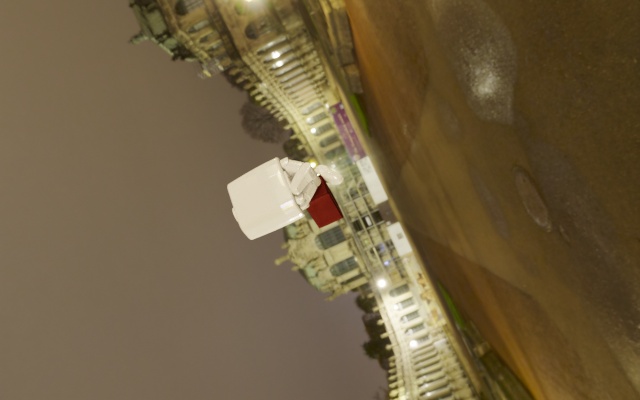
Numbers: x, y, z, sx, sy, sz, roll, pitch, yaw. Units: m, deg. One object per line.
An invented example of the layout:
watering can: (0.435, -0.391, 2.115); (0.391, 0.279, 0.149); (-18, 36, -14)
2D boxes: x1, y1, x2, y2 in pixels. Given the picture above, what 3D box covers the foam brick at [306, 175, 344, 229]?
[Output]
foam brick: (0.000, 0.003, 0.878); (0.051, 0.053, 0.078); (-27, -45, 4)
